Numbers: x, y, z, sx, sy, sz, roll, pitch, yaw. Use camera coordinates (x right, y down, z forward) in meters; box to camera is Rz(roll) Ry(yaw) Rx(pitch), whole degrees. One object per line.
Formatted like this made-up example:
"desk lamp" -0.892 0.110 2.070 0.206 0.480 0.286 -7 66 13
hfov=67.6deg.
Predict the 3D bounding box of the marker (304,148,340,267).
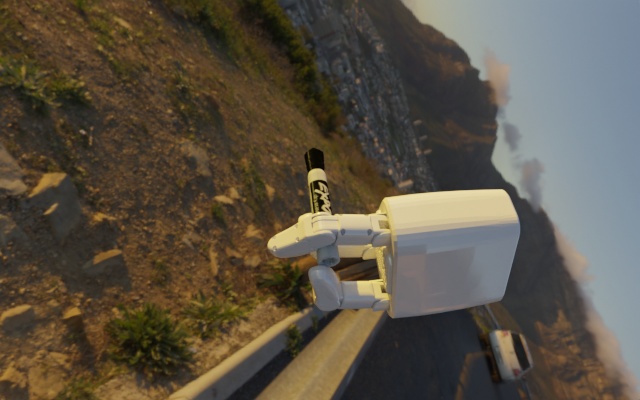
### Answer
"marker" 0.000 0.001 0.425 0.020 0.121 0.020 -6 -35 -4
